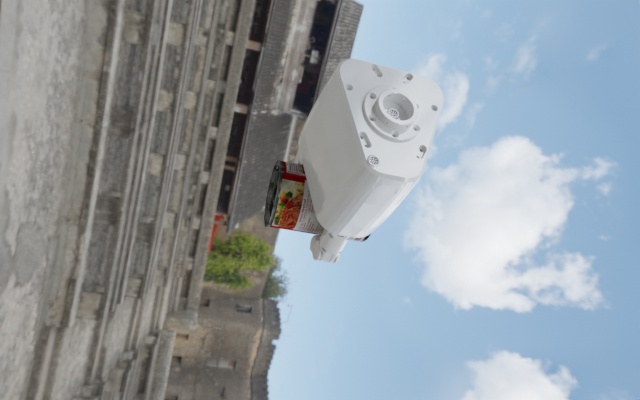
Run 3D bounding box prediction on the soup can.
[{"bbox_3d":[0.000,0.002,0.483,0.102,0.068,0.068,10,-2,-13],"label":"soup can"}]
